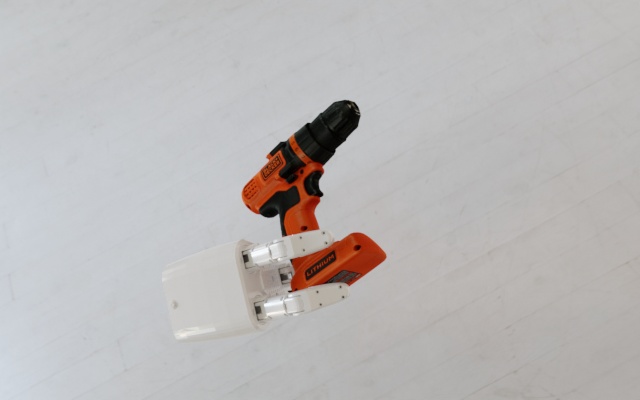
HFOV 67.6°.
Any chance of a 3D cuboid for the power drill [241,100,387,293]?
[{"bbox_3d":[0.000,0.002,0.530,0.184,0.187,0.057,-42,-38,25],"label":"power drill"}]
